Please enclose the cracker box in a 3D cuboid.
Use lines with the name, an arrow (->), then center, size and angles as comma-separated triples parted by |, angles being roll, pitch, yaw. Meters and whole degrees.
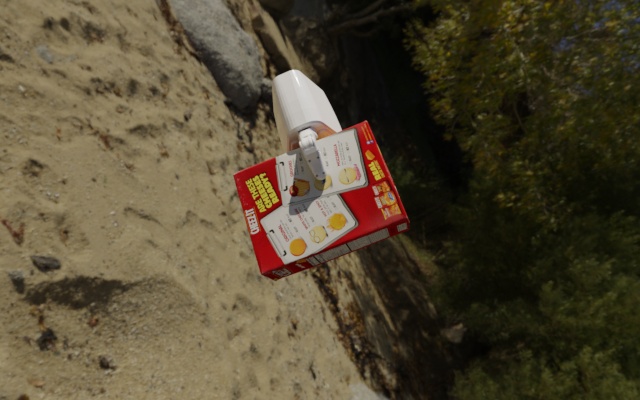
cracker box -> 0.000, 0.002, 0.694 | 0.214, 0.164, 0.072 | -22, -23, 6
